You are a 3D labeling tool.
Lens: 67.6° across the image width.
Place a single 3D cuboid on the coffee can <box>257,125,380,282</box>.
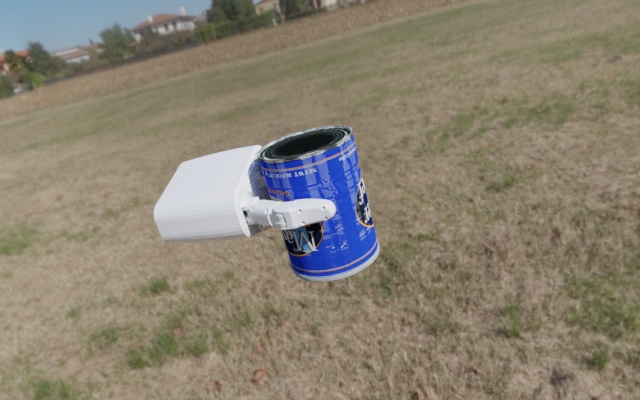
[{"bbox_3d":[0.000,0.002,0.518,0.103,0.140,0.102,-13,21,5],"label":"coffee can"}]
